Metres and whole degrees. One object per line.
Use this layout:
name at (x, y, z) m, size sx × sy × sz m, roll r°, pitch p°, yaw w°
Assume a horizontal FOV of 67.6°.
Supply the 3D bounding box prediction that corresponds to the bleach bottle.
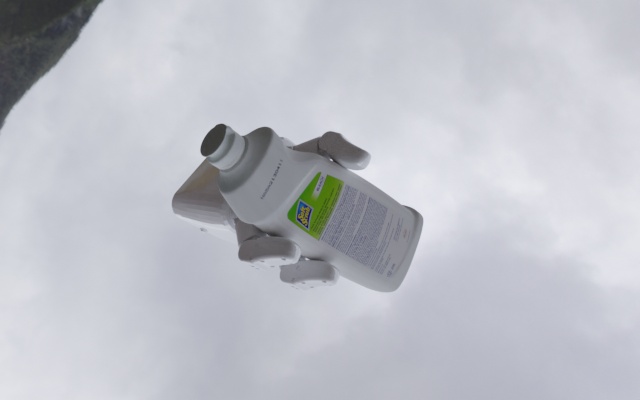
bleach bottle at (0.000, 0.002, 0.439) m, size 0.068 × 0.102 × 0.251 m, roll 7°, pitch -21°, yaw 45°
